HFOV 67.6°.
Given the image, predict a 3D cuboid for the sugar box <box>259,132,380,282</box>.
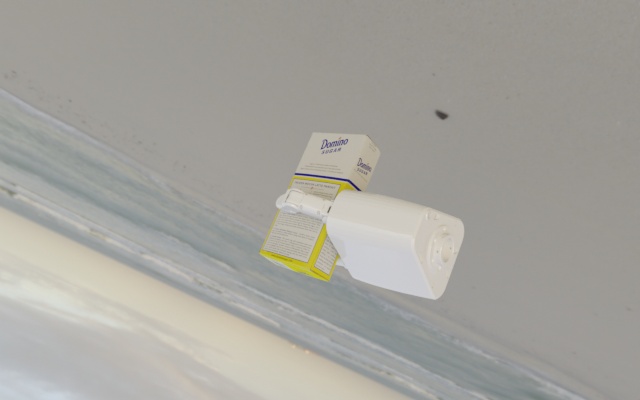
[{"bbox_3d":[0.000,0.002,0.586,0.093,0.176,0.048,11,-22,42],"label":"sugar box"}]
